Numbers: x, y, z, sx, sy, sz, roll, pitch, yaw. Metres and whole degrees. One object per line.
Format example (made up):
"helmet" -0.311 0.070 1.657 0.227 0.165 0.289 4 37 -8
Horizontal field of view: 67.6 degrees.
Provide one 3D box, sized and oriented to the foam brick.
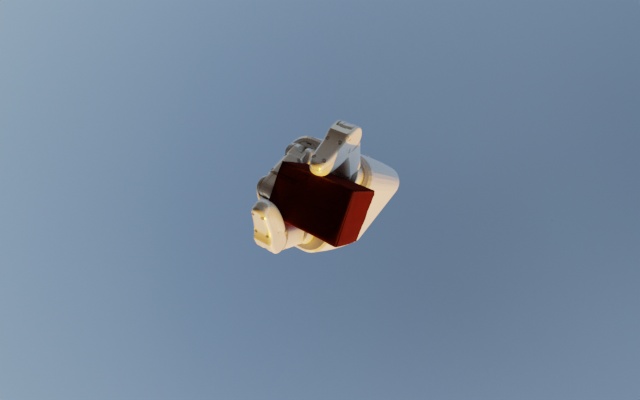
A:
"foam brick" 0.000 0.002 0.431 0.078 0.053 0.051 25 11 25
